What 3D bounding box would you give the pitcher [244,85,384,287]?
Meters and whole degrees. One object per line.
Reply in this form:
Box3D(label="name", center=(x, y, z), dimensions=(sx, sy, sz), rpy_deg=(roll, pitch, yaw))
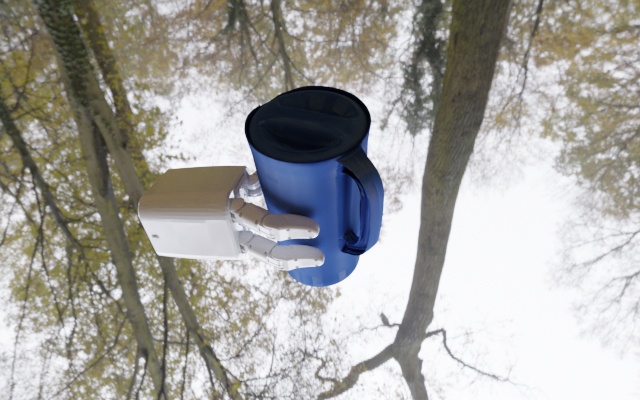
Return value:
Box3D(label="pitcher", center=(0.000, 0.002, 0.572), dimensions=(0.145, 0.149, 0.243), rpy_deg=(0, -44, 6))
